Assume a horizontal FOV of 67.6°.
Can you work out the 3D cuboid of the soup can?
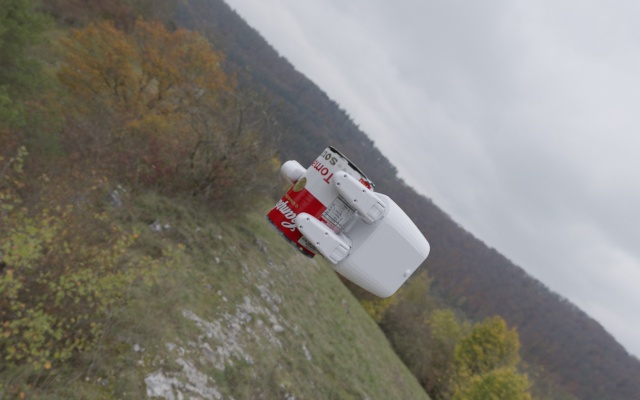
[{"bbox_3d":[0.000,0.001,0.505,0.068,0.102,0.068,42,2,-2],"label":"soup can"}]
